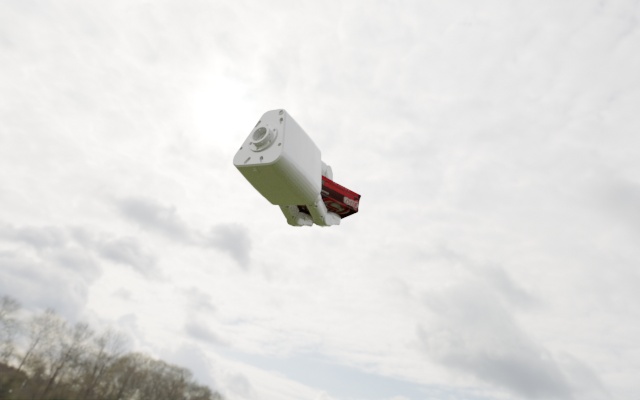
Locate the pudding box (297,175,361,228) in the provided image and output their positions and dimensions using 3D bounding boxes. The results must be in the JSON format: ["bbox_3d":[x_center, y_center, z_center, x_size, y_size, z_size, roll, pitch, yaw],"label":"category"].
[{"bbox_3d":[0.000,0.002,0.804,0.090,0.039,0.113,27,-27,-23],"label":"pudding box"}]
